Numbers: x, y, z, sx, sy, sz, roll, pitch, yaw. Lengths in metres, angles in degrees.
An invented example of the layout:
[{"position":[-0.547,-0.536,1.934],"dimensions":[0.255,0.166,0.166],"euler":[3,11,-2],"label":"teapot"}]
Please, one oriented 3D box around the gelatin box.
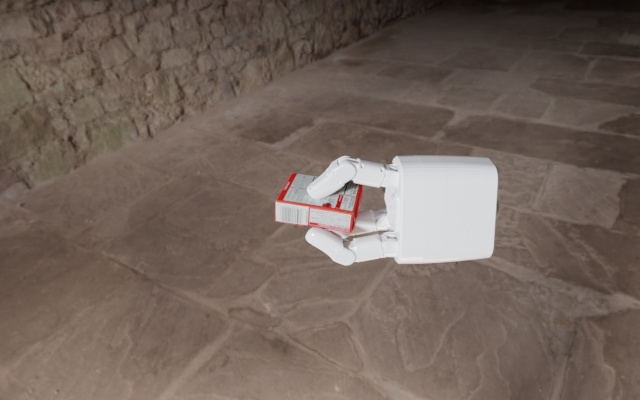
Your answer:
[{"position":[0.000,0.001,0.542],"dimensions":[0.089,0.030,0.073],"euler":[9,30,7],"label":"gelatin box"}]
